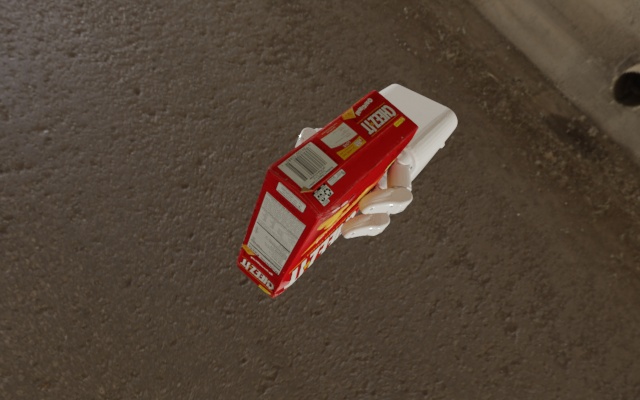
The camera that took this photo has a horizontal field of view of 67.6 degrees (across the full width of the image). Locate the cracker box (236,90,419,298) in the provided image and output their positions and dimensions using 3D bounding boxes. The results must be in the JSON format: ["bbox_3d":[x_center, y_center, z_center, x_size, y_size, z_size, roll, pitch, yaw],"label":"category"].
[{"bbox_3d":[0.000,0.002,0.532,0.164,0.072,0.214,-41,-12,-33],"label":"cracker box"}]
